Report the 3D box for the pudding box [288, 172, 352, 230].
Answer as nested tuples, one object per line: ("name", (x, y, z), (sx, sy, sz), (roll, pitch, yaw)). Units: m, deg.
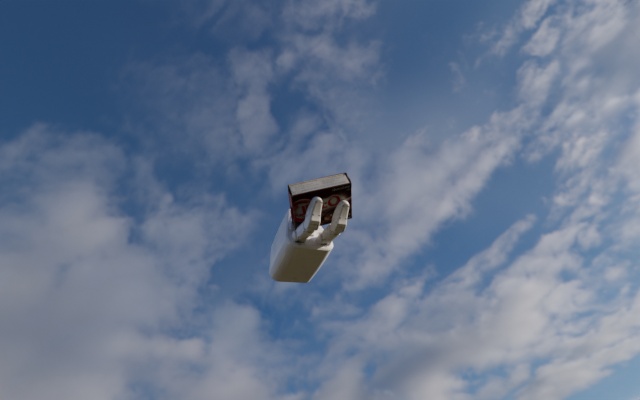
("pudding box", (0.000, 0.003, 0.872), (0.113, 0.090, 0.039), (-14, 45, -10))
